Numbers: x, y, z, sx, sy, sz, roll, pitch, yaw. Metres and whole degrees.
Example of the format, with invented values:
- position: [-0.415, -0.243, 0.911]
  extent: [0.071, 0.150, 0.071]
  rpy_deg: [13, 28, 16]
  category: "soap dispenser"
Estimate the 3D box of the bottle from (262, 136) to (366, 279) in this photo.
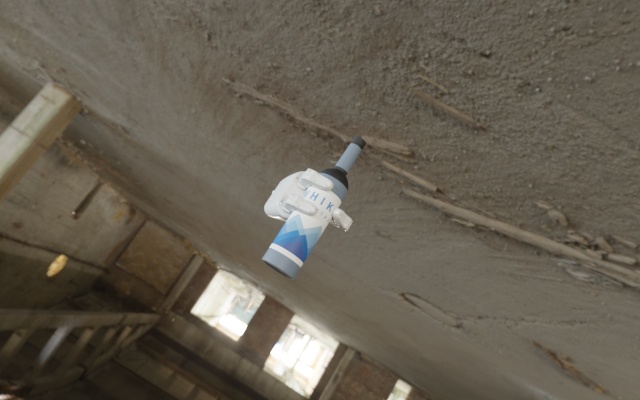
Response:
- position: [0.000, 0.003, 0.884]
  extent: [0.069, 0.295, 0.069]
  rpy_deg: [30, -16, 9]
  category: "bottle"
